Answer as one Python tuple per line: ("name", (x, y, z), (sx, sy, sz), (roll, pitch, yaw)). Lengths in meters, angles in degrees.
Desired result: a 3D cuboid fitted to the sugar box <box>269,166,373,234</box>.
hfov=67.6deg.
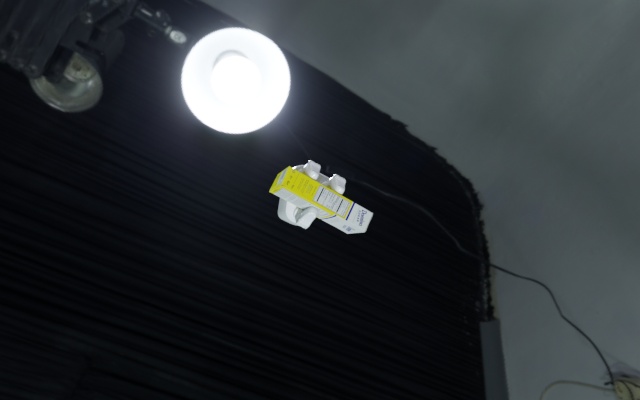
("sugar box", (0.000, 0.002, 0.875), (0.176, 0.048, 0.093), (27, -13, -14))
